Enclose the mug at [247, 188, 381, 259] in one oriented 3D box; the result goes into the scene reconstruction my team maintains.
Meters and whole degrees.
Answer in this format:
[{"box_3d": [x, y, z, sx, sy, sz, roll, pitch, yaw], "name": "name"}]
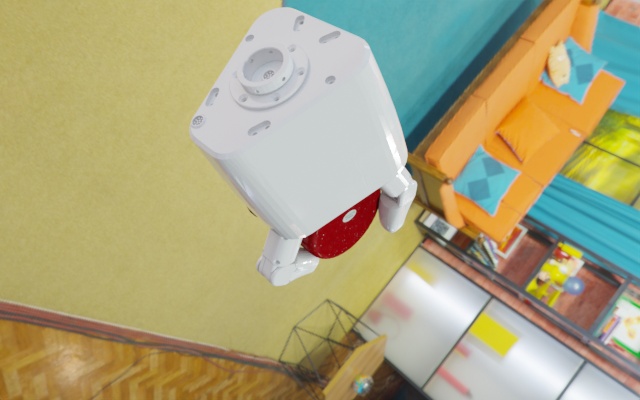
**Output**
[{"box_3d": [0.001, 0.002, 0.417, 0.081, 0.093, 0.117, 36, -10, 32], "name": "mug"}]
